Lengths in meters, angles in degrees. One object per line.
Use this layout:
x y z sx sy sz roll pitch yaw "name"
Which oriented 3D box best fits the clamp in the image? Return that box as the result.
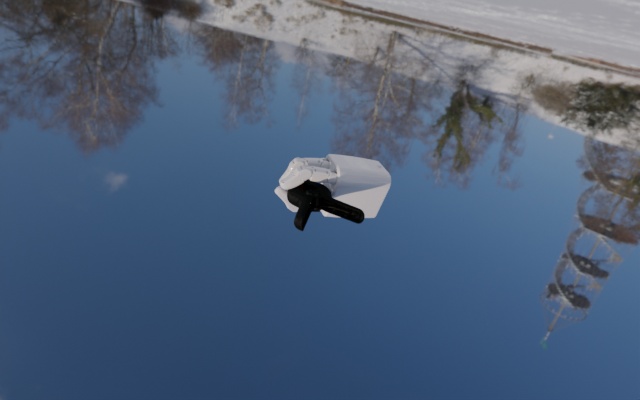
0.000 0.003 0.826 0.120 0.039 0.171 3 27 -17 "clamp"
